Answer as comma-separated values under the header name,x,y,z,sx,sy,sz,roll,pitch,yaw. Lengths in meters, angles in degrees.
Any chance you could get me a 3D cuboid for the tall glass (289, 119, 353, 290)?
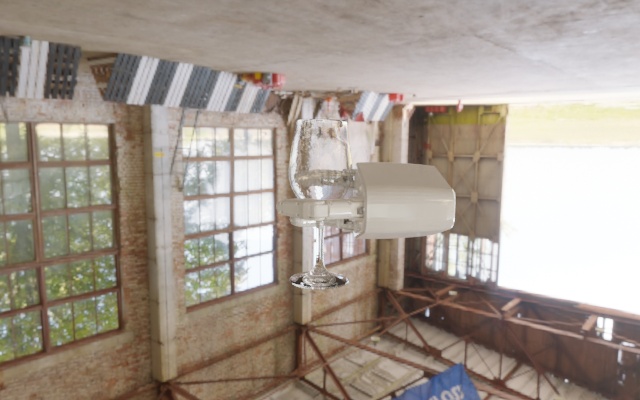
name,x,y,z,sx,sy,sz,roll,pitch,yaw
tall glass,0.000,0.003,0.589,0.079,0.201,0.079,0,7,0
